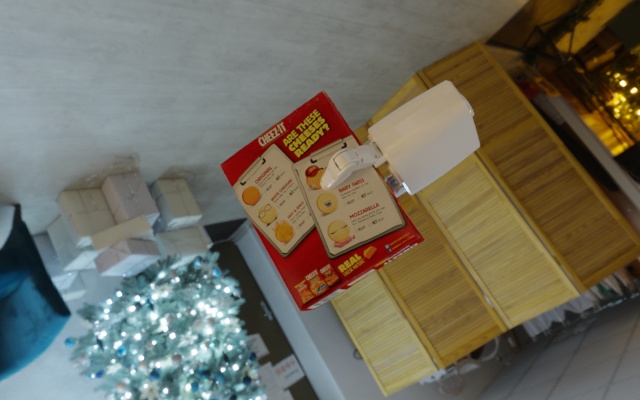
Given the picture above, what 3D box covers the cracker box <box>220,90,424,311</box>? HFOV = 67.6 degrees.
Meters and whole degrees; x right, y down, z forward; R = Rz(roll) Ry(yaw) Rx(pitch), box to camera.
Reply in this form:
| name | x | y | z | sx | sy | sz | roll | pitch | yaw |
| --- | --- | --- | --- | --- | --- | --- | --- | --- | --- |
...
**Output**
| name | x | y | z | sx | sy | sz | roll | pitch | yaw |
| --- | --- | --- | --- | --- | --- | --- | --- | --- | --- |
| cracker box | 0.000 | 0.002 | 0.590 | 0.164 | 0.213 | 0.072 | -34 | -17 | 9 |
